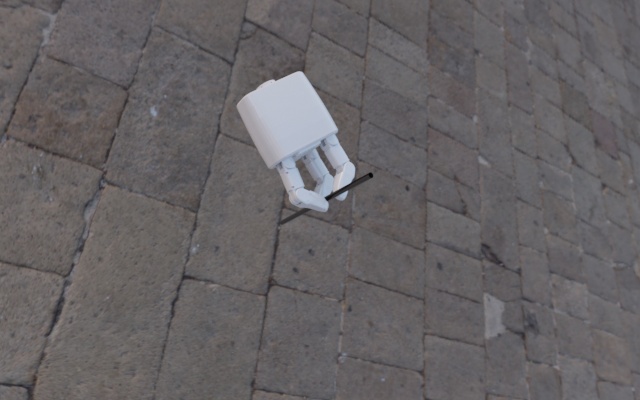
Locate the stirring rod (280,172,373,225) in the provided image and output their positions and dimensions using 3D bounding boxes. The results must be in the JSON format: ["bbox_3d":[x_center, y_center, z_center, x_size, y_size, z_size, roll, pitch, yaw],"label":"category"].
[{"bbox_3d":[0.000,0.002,0.717,0.011,0.011,0.239,0,-17,-35],"label":"stirring rod"}]
